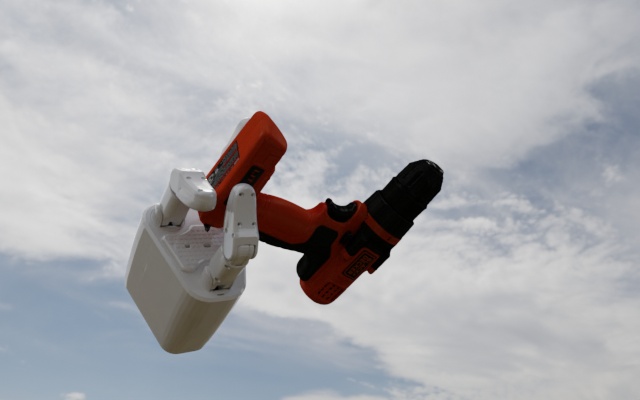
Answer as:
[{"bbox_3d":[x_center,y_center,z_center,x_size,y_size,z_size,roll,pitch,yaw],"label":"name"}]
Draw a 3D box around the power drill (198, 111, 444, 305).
[{"bbox_3d":[0.000,0.001,0.436,0.188,0.184,0.057,33,17,-29],"label":"power drill"}]
